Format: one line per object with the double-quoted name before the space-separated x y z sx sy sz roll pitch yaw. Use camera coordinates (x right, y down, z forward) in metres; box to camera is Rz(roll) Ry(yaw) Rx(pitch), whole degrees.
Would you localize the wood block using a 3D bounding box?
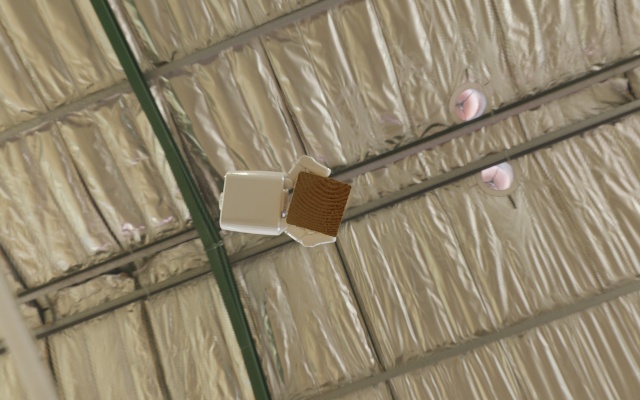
"wood block" 0.000 0.002 0.866 0.090 0.091 0.206 16 3 1
